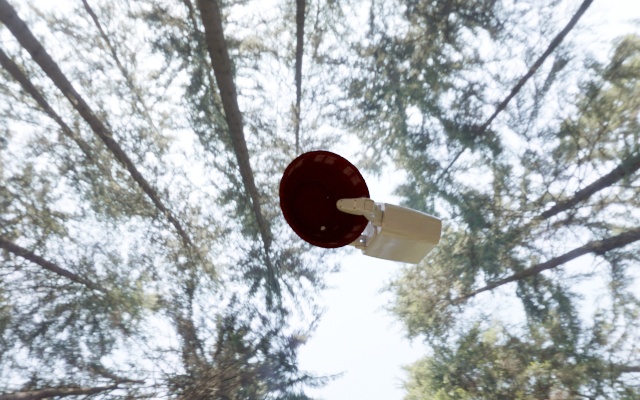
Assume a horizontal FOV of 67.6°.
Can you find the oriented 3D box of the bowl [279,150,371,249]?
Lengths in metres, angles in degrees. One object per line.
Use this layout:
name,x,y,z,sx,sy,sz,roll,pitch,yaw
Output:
bowl,-0.001,0.002,0.777,0.162,0.162,0.055,0,-14,-25
